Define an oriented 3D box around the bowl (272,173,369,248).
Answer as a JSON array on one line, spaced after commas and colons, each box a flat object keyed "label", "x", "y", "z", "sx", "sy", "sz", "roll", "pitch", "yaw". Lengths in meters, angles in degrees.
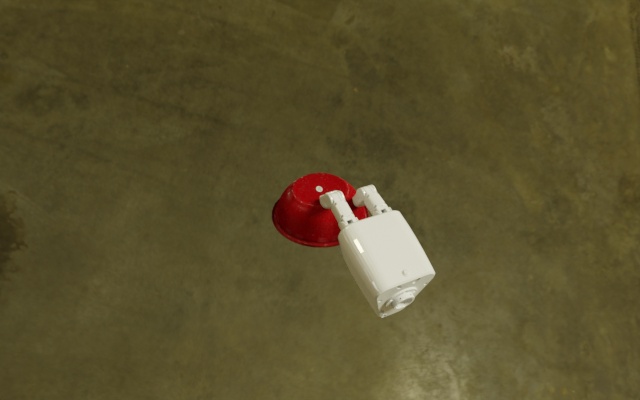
[{"label": "bowl", "x": -0.001, "y": 0.002, "z": 0.780, "sx": 0.162, "sy": 0.055, "sz": 0.162, "roll": 1, "pitch": 38, "yaw": -1}]
